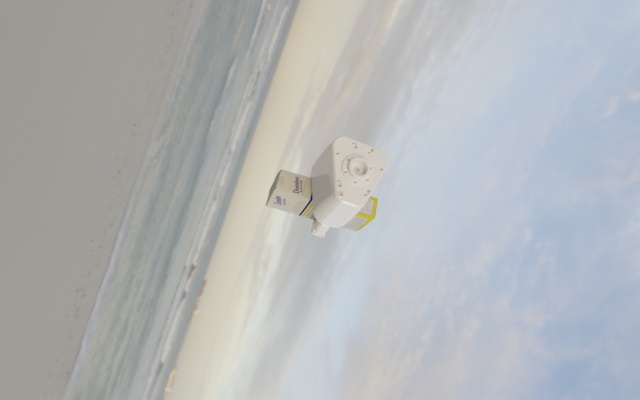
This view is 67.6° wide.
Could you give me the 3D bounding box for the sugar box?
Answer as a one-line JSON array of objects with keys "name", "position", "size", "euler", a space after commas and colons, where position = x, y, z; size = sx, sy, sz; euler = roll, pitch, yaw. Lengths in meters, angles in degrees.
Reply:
[{"name": "sugar box", "position": [0.000, 0.002, 0.830], "size": [0.176, 0.048, 0.093], "euler": [19, -23, -10]}]
